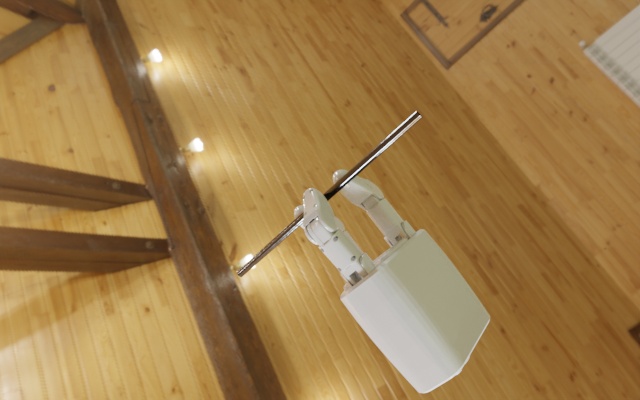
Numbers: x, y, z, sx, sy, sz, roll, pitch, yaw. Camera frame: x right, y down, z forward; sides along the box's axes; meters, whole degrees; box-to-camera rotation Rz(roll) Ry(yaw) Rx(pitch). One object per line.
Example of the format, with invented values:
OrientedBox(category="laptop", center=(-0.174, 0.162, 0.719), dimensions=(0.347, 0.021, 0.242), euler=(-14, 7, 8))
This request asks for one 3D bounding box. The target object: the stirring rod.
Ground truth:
OrientedBox(category="stirring rod", center=(0.000, 0.001, 0.448), dimensions=(0.239, 0.011, 0.011), euler=(-42, -18, 22))
